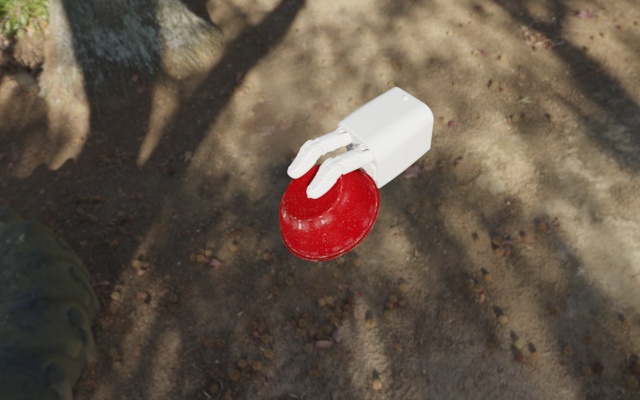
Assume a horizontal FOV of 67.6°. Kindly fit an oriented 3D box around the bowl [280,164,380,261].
[{"bbox_3d":[-0.001,0.003,0.680,0.162,0.162,0.055,0,-31,30],"label":"bowl"}]
